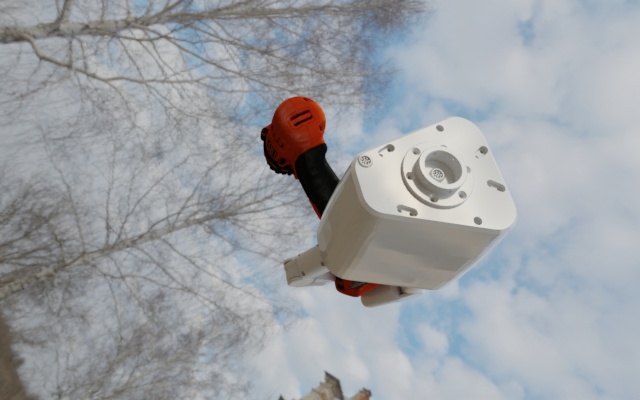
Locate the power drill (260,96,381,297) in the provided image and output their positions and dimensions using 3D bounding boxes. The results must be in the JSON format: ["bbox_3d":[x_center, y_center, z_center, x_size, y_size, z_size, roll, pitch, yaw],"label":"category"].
[{"bbox_3d":[0.000,0.002,0.482,0.057,0.187,0.184,-30,-1,-10],"label":"power drill"}]
